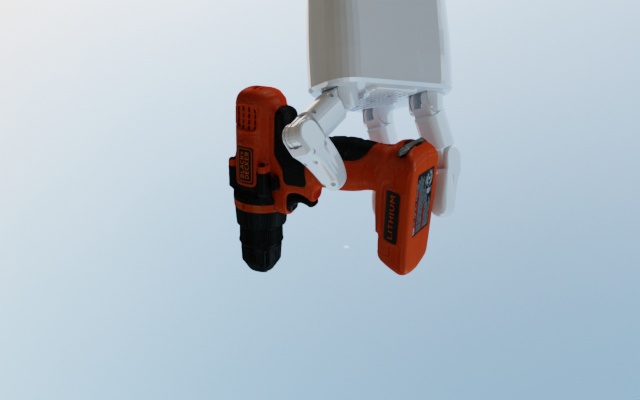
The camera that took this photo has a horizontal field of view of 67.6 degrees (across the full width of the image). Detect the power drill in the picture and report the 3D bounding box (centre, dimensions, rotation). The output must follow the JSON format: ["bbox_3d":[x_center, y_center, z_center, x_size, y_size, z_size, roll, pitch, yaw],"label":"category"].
[{"bbox_3d":[0.000,0.001,0.419,0.187,0.184,0.057,15,27,28],"label":"power drill"}]
